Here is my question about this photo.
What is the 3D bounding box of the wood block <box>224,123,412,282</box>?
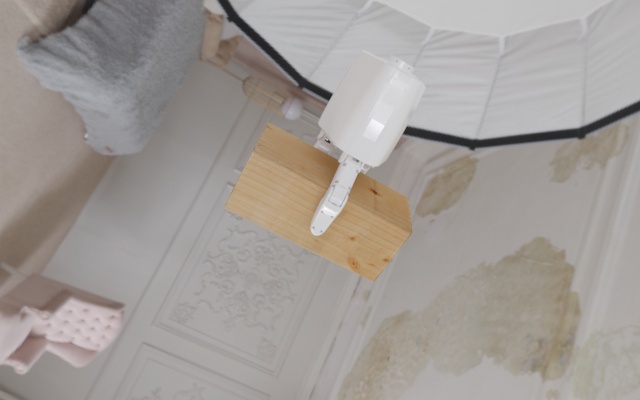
[{"bbox_3d":[0.000,0.002,0.594,0.206,0.090,0.090,27,29,-9],"label":"wood block"}]
